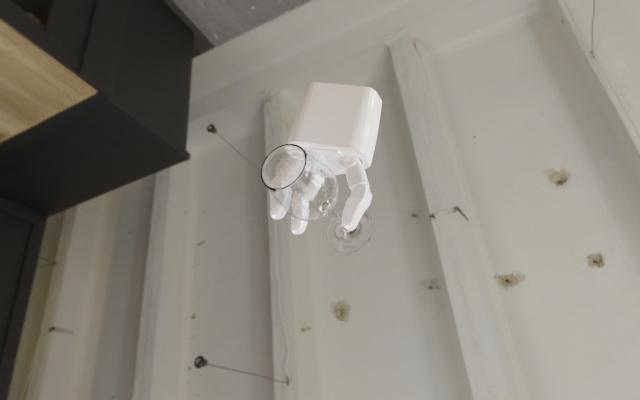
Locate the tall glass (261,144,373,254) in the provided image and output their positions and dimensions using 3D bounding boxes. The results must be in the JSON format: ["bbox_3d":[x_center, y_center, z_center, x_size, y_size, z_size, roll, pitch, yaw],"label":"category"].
[{"bbox_3d":[0.000,0.002,0.633,0.079,0.079,0.201,0,-25,29],"label":"tall glass"}]
